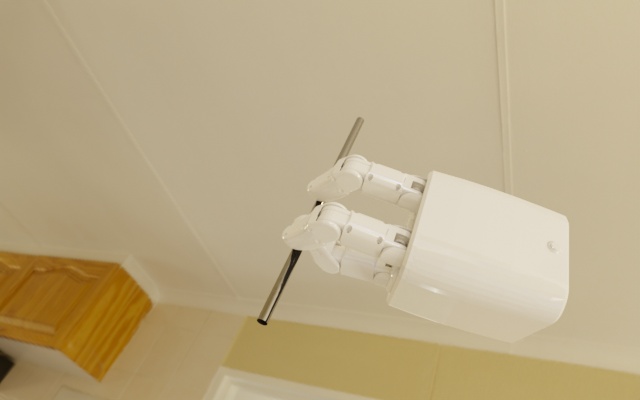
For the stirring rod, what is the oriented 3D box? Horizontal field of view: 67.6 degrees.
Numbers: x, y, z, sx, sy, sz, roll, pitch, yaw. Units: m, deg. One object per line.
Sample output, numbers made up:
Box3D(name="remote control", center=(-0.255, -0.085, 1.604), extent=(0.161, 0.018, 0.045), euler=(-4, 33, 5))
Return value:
Box3D(name="stirring rod", center=(0.000, 0.001, 0.406), extent=(0.011, 0.011, 0.239), euler=(0, 43, 28))
